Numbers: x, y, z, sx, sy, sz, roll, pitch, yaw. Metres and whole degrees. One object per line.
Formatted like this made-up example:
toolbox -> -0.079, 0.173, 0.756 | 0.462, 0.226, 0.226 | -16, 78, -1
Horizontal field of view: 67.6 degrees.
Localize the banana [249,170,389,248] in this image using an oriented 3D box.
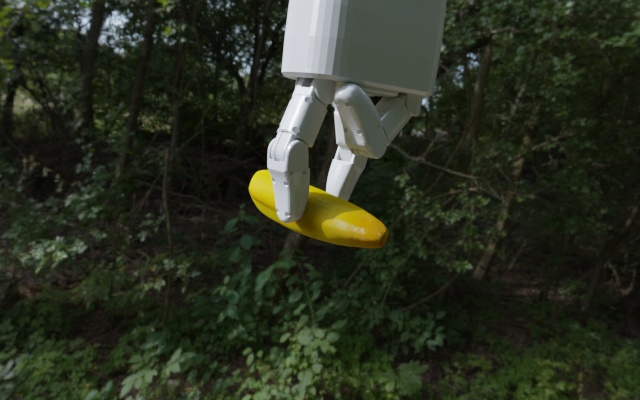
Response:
banana -> -0.018, 0.000, 0.400 | 0.069, 0.037, 0.197 | 3, 11, -23
